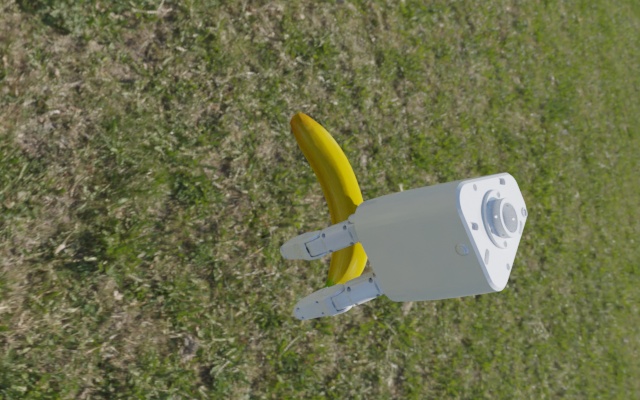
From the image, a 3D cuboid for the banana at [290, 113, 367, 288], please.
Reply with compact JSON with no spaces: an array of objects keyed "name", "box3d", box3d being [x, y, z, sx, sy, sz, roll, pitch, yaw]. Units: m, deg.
[{"name":"banana","box3d":[0.015,0.004,0.499,0.069,0.198,0.037,-5,-6,-40]}]
